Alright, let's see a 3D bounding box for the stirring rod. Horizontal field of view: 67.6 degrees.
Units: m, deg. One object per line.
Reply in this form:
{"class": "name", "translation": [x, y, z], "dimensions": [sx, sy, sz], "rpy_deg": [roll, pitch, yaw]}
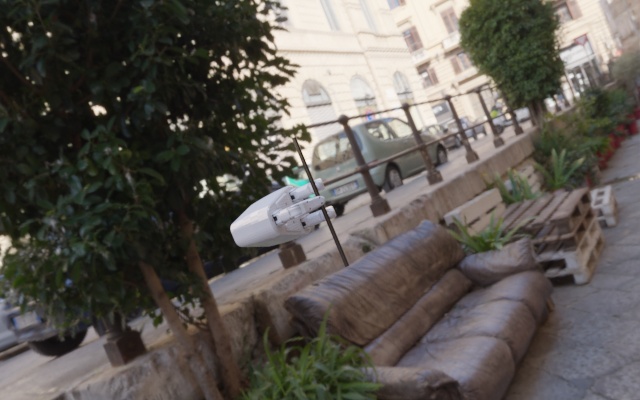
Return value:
{"class": "stirring rod", "translation": [0.000, 0.003, 0.826], "dimensions": [0.011, 0.239, 0.011], "rpy_deg": [-23, 0, 0]}
